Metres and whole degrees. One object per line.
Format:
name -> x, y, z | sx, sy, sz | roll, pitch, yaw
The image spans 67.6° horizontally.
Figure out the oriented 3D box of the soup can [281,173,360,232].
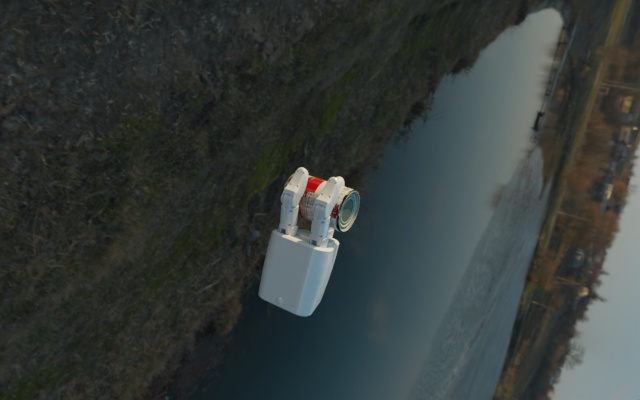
soup can -> 0.001, 0.002, 0.731 | 0.102, 0.068, 0.068 | 19, 8, 26
